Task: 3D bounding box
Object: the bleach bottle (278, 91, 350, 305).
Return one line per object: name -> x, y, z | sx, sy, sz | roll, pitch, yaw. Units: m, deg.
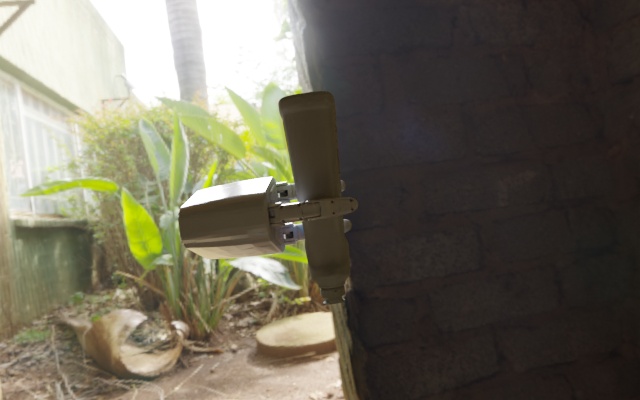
bleach bottle -> 0.000, 0.002, 0.587 | 0.068, 0.251, 0.102 | -8, -1, 3
